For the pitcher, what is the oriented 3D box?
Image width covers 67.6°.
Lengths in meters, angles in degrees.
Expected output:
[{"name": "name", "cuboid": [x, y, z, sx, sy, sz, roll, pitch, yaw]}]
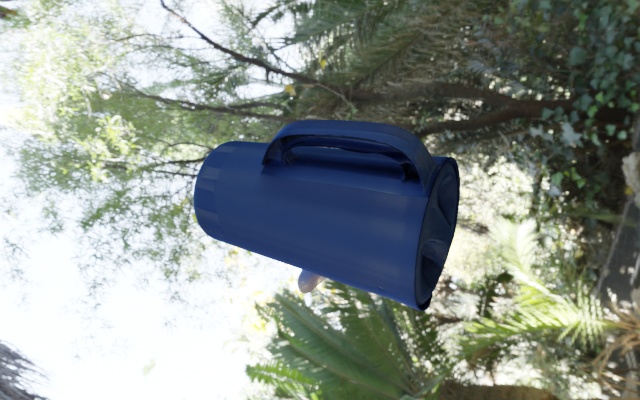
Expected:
[{"name": "pitcher", "cuboid": [0.000, 0.002, 0.451, 0.243, 0.149, 0.145, 11, 6, 26]}]
